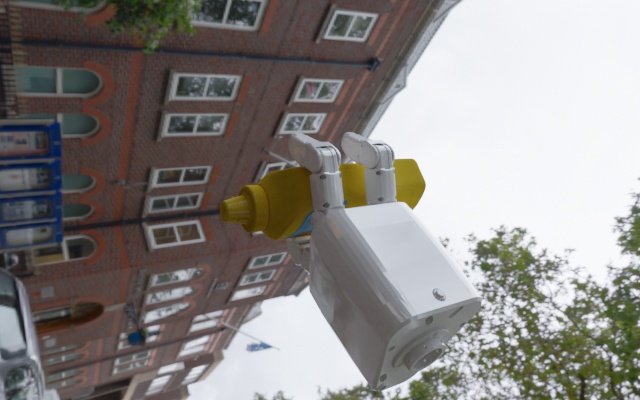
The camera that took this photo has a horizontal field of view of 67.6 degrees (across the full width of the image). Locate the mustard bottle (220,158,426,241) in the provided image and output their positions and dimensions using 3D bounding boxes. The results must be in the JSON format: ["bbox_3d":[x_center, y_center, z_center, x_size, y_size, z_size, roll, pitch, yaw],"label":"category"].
[{"bbox_3d":[0.000,0.001,0.447,0.191,0.058,0.096,-7,-22,-32],"label":"mustard bottle"}]
